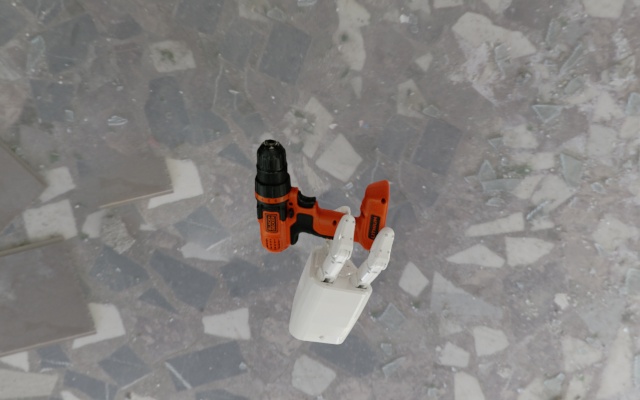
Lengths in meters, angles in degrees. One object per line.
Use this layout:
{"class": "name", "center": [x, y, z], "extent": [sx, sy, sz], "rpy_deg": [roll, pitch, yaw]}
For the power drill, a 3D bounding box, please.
{"class": "power drill", "center": [0.001, 0.003, 0.675], "extent": [0.187, 0.185, 0.057], "rpy_deg": [6, 38, 6]}
